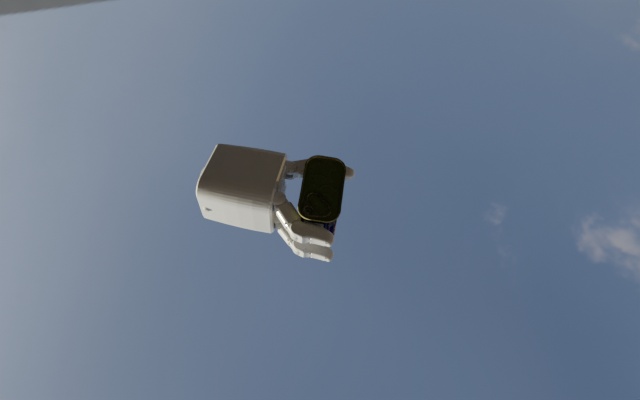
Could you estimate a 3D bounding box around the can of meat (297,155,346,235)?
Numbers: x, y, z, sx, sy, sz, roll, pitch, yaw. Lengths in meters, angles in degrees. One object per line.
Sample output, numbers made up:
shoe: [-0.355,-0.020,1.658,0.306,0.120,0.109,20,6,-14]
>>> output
can of meat: [0.000,0.002,0.676,0.057,0.102,0.084,8,-29,0]
